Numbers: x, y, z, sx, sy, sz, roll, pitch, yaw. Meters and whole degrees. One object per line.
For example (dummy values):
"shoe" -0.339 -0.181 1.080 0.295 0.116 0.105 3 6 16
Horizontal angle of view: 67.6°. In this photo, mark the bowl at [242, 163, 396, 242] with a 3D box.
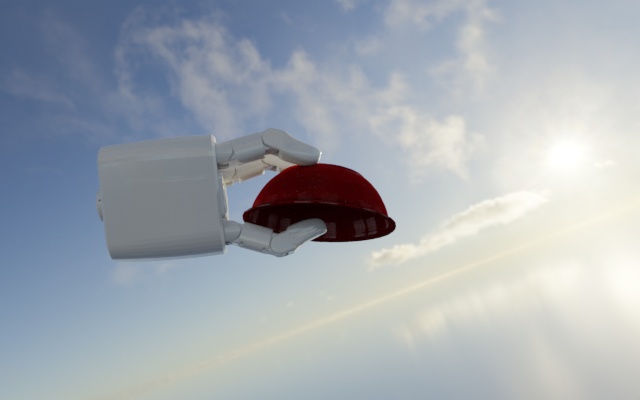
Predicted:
"bowl" 0.001 0.001 0.511 0.162 0.055 0.162 4 -17 1
